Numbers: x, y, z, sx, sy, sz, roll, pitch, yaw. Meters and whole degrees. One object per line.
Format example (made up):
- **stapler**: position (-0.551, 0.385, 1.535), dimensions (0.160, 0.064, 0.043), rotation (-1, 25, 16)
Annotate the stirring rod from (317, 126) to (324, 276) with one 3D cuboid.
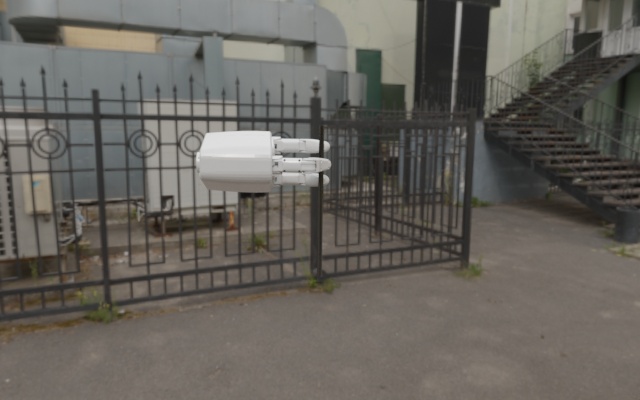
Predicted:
- **stirring rod**: position (0.000, 0.003, 0.763), dimensions (0.011, 0.239, 0.011), rotation (1, 8, 0)
